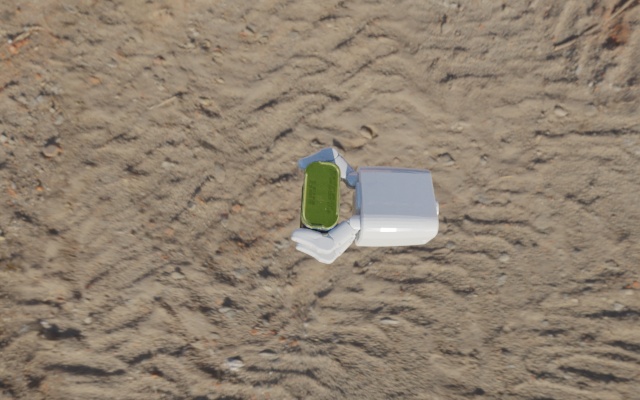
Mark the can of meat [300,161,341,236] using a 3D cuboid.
[{"bbox_3d":[0.000,0.002,0.687,0.057,0.102,0.084,3,-16,-1],"label":"can of meat"}]
